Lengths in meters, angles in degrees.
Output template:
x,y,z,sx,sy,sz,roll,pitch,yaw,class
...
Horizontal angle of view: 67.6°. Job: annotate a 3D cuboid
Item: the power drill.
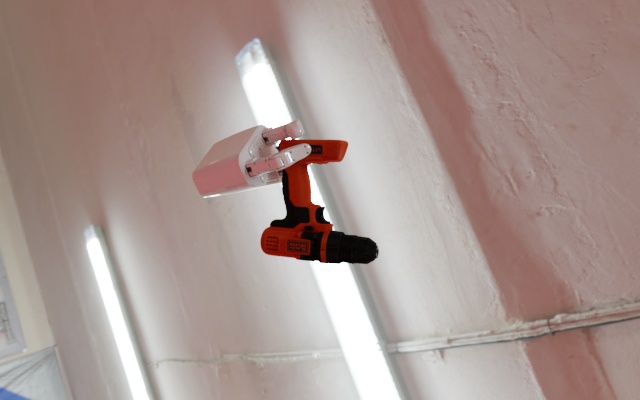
x,y,z,sx,sy,sz,roll,pitch,yaw,class
0.000,0.002,0.721,0.184,0.187,0.057,4,4,14,power drill
